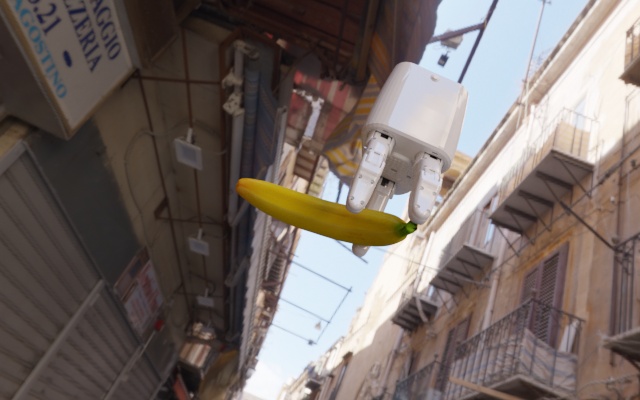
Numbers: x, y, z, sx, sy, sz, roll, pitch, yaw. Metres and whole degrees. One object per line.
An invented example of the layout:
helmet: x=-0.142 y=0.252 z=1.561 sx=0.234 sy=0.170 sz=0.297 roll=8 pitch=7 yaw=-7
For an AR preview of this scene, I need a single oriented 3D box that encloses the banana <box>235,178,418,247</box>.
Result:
banana: x=0.008 y=0.013 z=0.489 sx=0.198 sy=0.037 sz=0.070 roll=11 pitch=-30 yaw=23
